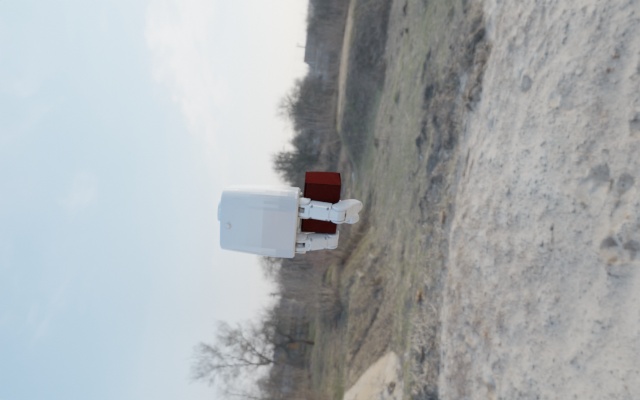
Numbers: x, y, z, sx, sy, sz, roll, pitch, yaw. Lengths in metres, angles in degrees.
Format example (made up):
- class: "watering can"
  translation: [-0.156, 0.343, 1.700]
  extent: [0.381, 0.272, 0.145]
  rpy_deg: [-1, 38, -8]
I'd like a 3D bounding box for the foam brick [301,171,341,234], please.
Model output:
- class: "foam brick"
  translation: [0.000, 0.002, 0.690]
  extent: [0.051, 0.078, 0.053]
  rpy_deg: [5, 22, -2]
